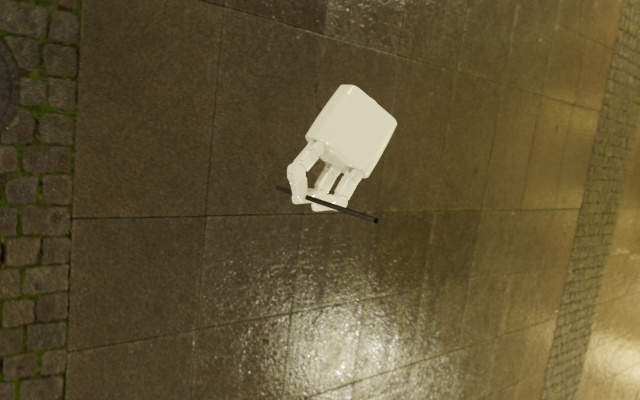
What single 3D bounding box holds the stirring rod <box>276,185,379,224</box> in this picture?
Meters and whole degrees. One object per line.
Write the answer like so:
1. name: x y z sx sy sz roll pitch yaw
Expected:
1. stirring rod: 0.000 0.002 0.707 0.011 0.011 0.239 0 11 -38
